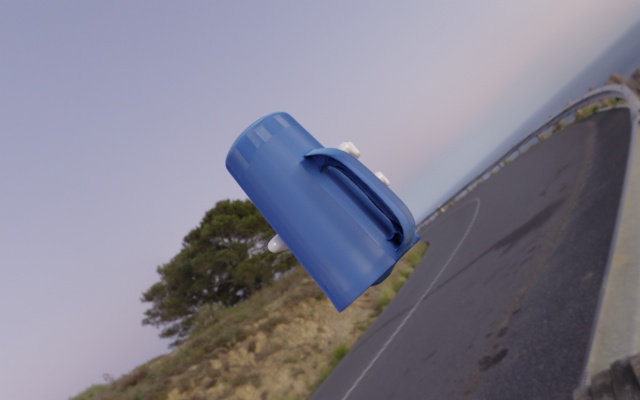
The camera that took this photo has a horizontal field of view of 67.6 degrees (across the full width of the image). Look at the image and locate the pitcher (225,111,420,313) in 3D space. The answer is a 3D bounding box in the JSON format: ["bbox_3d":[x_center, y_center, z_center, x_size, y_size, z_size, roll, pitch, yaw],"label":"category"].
[{"bbox_3d":[0.000,0.002,0.586,0.149,0.243,0.145,-44,-9,9],"label":"pitcher"}]
